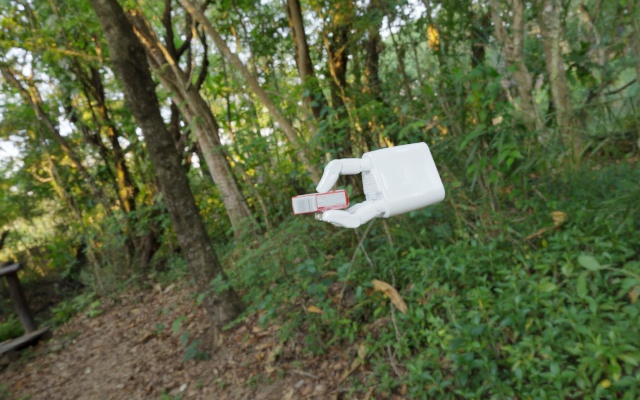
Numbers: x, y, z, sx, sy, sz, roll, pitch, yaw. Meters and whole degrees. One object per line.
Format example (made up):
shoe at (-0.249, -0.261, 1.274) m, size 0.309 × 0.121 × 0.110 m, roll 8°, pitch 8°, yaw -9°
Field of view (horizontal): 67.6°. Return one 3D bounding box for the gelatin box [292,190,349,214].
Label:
gelatin box at (0.000, 0.002, 0.781) m, size 0.089 × 0.030 × 0.073 m, roll -8°, pitch 2°, yaw 0°
